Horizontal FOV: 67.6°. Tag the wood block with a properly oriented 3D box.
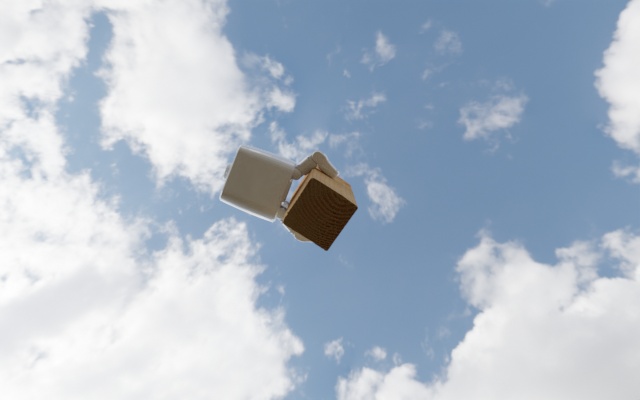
[{"bbox_3d":[0.000,0.002,0.850,0.090,0.091,0.206,33,10,-6],"label":"wood block"}]
